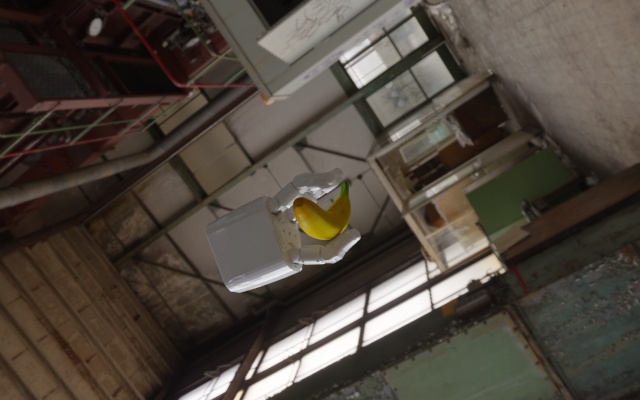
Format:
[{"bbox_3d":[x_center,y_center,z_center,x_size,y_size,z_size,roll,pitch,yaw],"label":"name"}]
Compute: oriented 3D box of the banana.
[{"bbox_3d":[0.006,0.020,0.640,0.037,0.069,0.198,-15,3,19],"label":"banana"}]
